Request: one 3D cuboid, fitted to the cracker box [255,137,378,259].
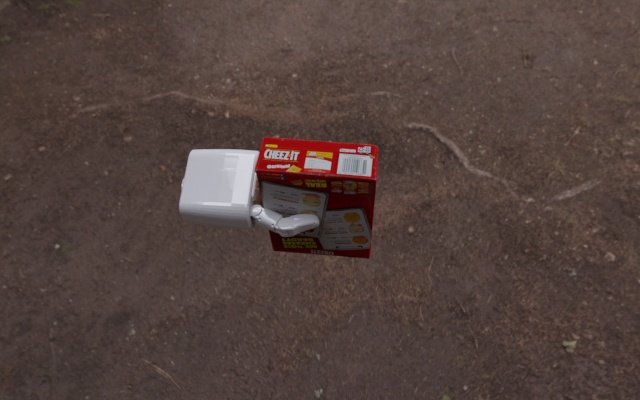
[{"bbox_3d":[0.000,0.002,0.724,0.164,0.072,0.214,4,-35,6],"label":"cracker box"}]
